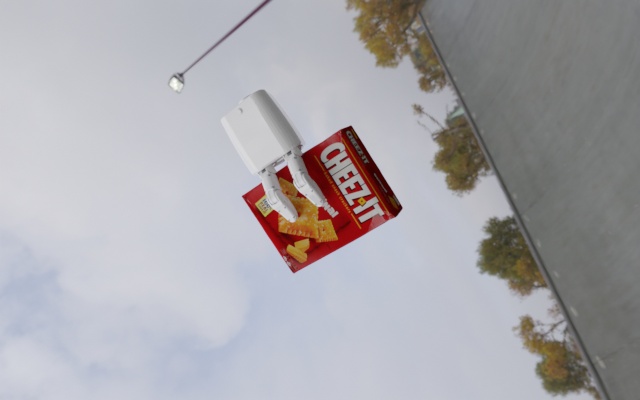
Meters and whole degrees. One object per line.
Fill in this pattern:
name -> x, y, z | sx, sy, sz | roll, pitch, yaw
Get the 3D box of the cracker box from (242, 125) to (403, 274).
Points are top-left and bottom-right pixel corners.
cracker box -> 0.000, 0.003, 0.794 | 0.214, 0.164, 0.072 | -32, 3, 24
